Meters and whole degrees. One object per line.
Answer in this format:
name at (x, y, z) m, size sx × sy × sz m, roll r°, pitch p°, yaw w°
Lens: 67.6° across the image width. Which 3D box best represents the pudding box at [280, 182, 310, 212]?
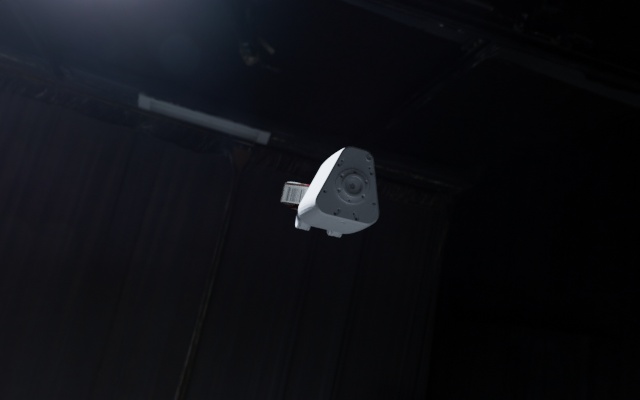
pudding box at (0.000, 0.002, 0.816) m, size 0.113 × 0.039 × 0.090 m, roll 10°, pitch -10°, yaw 17°
